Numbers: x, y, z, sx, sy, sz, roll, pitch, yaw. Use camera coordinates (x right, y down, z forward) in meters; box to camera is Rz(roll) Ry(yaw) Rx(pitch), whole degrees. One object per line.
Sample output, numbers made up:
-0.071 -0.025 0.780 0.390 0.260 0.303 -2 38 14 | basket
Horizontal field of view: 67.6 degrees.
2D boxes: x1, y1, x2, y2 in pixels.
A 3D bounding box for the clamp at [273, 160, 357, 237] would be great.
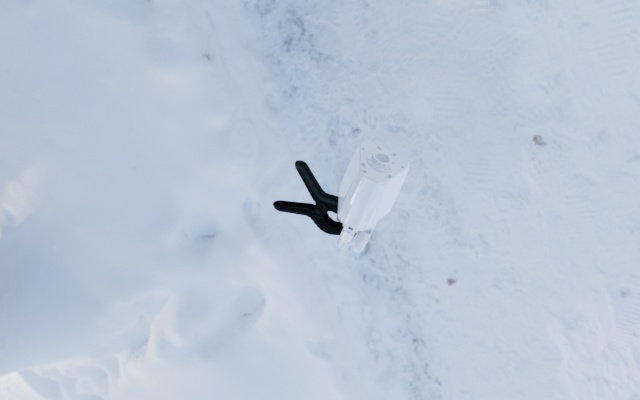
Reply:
0.000 0.003 0.883 0.171 0.120 0.039 25 40 6 | clamp
